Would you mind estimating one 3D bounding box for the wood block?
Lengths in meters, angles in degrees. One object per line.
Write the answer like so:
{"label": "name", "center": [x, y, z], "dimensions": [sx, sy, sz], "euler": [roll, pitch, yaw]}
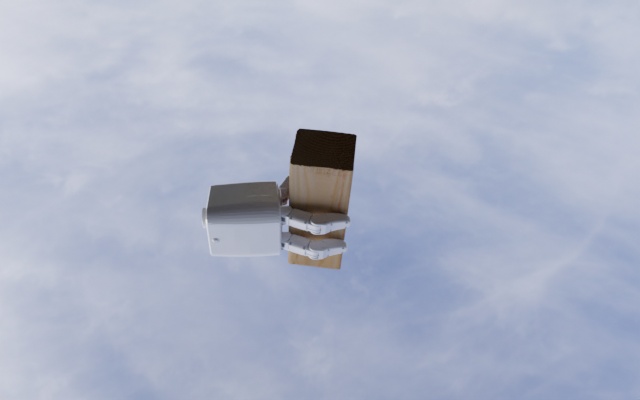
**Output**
{"label": "wood block", "center": [0.000, 0.002, 0.739], "dimensions": [0.090, 0.206, 0.090], "euler": [6, 43, 2]}
